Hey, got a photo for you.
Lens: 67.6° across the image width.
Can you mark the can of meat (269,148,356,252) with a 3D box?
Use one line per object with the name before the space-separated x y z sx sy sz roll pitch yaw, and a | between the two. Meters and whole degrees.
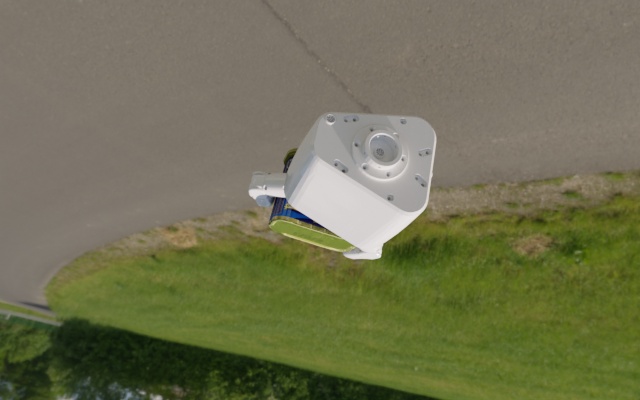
can of meat | 0.000 0.002 0.526 0.102 0.084 0.057 18 -22 -11
